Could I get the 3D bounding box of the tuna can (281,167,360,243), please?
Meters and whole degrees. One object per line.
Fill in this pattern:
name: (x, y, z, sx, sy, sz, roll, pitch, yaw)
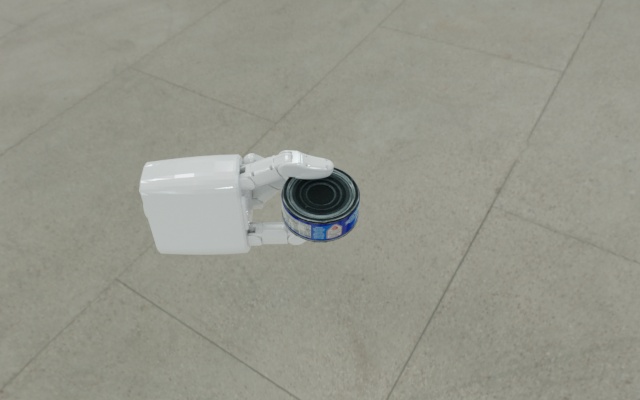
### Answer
tuna can: (0.000, 0.001, 0.519, 0.086, 0.086, 0.034, 0, -41, -2)
